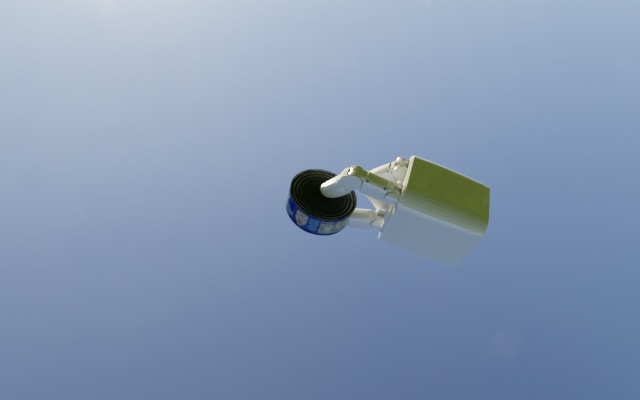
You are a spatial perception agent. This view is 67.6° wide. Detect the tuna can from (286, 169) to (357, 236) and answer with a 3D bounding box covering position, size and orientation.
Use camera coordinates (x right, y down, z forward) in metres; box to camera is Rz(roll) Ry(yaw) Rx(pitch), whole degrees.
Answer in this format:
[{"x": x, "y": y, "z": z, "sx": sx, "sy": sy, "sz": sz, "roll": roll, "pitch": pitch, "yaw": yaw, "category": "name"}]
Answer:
[{"x": 0.000, "y": 0.002, "z": 0.600, "sx": 0.086, "sy": 0.086, "sz": 0.034, "roll": 0, "pitch": -42, "yaw": -21, "category": "tuna can"}]
